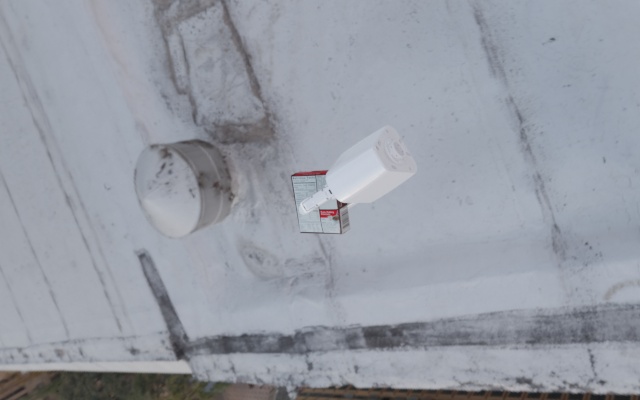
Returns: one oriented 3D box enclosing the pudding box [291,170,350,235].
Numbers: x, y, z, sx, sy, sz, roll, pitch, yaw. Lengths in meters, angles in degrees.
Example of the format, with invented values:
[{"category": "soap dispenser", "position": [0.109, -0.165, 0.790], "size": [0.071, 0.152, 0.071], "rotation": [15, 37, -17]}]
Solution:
[{"category": "pudding box", "position": [0.000, 0.003, 0.852], "size": [0.090, 0.113, 0.039], "rotation": [0, 14, 30]}]
